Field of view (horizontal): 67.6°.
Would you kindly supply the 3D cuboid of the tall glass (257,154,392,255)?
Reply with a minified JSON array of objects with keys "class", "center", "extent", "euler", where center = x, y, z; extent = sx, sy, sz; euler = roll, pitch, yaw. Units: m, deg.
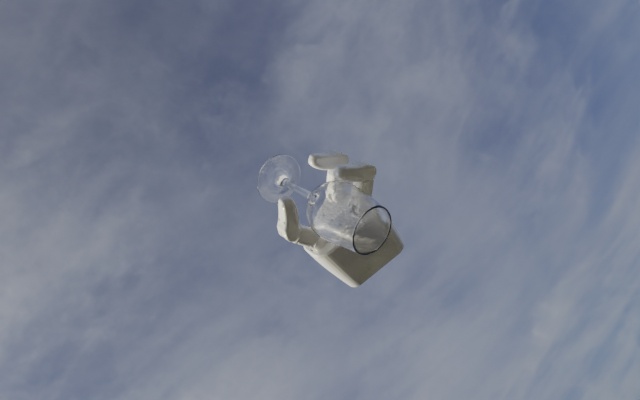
[{"class":"tall glass","center":[0.000,0.002,0.622],"extent":[0.079,0.079,0.201],"euler":[0,20,-40]}]
